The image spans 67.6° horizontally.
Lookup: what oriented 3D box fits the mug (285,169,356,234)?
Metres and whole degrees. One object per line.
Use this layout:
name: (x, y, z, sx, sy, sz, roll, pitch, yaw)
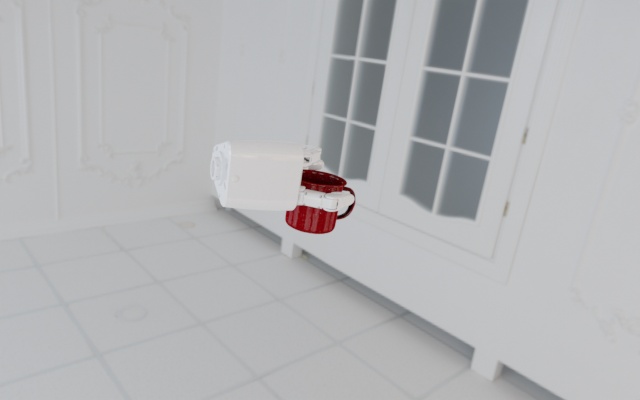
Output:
mug: (0.001, 0.003, 0.758, 0.117, 0.081, 0.093, 3, 18, -23)
